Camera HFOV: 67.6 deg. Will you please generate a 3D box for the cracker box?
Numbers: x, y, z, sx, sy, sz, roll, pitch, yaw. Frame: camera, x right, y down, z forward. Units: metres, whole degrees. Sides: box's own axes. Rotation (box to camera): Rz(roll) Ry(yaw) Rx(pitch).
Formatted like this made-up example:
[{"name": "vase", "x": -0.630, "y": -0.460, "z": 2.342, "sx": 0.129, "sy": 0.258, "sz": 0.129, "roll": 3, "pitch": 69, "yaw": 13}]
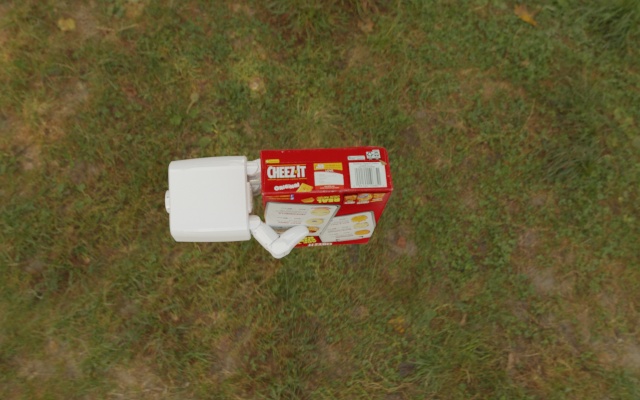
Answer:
[{"name": "cracker box", "x": 0.000, "y": 0.002, "z": 0.685, "sx": 0.164, "sy": 0.072, "sz": 0.214, "roll": -2, "pitch": -23, "yaw": -5}]
